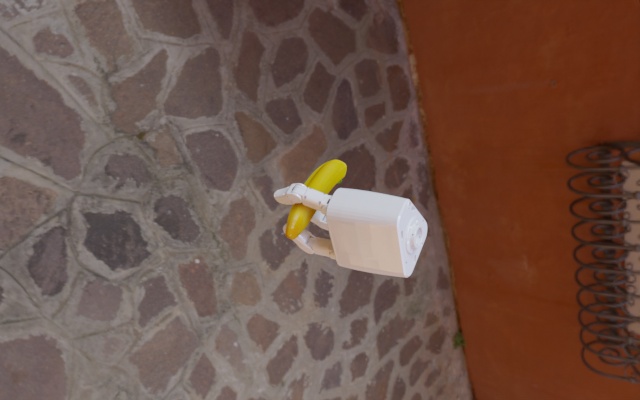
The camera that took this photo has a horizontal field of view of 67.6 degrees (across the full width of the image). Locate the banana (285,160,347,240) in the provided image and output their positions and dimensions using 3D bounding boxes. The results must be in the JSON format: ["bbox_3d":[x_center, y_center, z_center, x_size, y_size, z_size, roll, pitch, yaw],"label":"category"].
[{"bbox_3d":[0.001,-0.015,0.731,0.037,0.070,0.197,12,32,22],"label":"banana"}]
